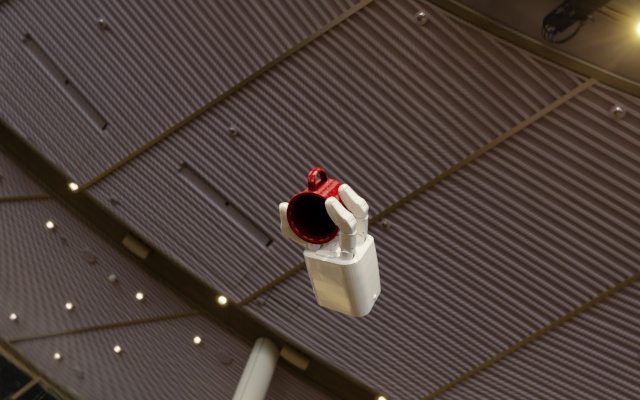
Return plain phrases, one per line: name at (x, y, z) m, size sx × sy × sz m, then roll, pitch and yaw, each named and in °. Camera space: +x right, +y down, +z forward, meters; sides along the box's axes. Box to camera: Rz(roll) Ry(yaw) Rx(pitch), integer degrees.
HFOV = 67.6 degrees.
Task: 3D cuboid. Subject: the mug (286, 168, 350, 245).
mug at (0.000, 0.001, 0.788) m, size 0.093 × 0.117 × 0.081 m, roll -1°, pitch 23°, yaw 25°
